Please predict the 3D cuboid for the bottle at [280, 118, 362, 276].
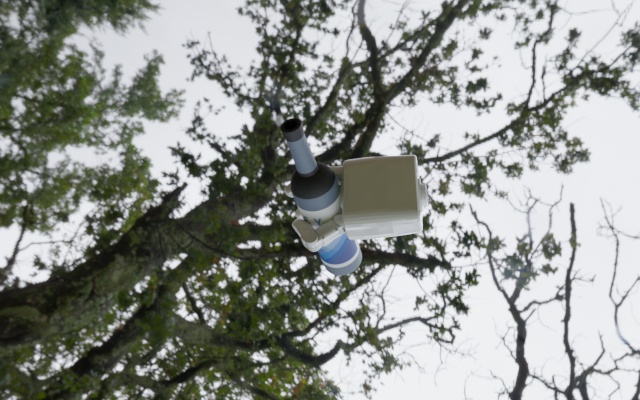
[{"bbox_3d":[0.000,0.002,0.697,0.069,0.069,0.296,0,-41,19],"label":"bottle"}]
